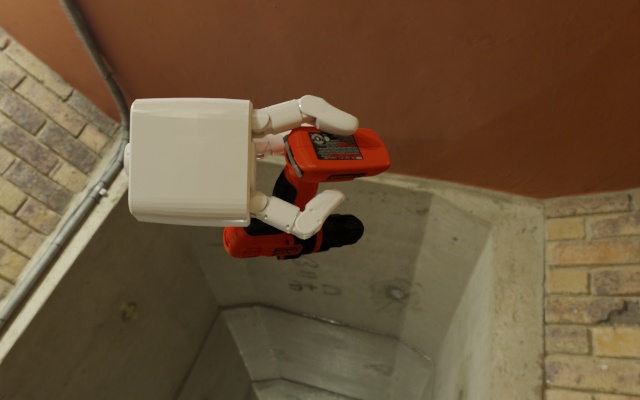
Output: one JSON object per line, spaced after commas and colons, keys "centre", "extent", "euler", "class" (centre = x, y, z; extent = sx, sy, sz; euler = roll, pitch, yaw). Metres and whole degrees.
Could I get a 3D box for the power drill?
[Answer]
{"centre": [0.000, 0.001, 0.531], "extent": [0.184, 0.057, 0.188], "euler": [-4, -35, -31], "class": "power drill"}
